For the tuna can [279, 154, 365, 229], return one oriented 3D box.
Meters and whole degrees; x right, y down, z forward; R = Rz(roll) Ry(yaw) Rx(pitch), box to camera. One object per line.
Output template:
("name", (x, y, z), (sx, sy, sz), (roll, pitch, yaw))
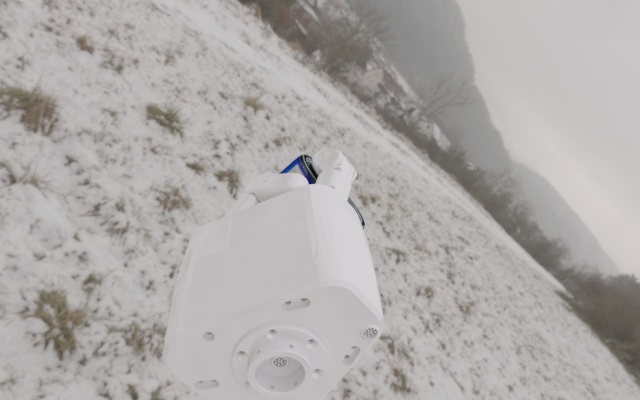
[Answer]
("tuna can", (0.000, 0.001, 0.414), (0.034, 0.086, 0.086), (-40, -10, 11))
